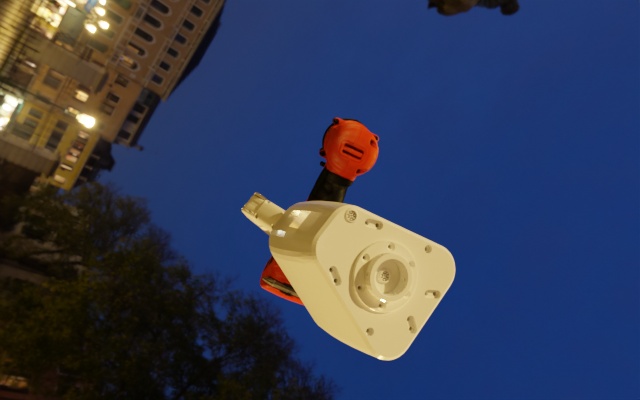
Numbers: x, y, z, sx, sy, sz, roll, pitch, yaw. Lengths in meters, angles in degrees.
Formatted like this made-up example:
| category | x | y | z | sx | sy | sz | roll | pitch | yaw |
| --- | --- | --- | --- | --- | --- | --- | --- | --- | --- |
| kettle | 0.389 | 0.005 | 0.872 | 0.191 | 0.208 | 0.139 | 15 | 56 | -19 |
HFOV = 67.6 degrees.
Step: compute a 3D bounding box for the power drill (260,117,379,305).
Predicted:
| category | x | y | z | sx | sy | sz | roll | pitch | yaw |
| --- | --- | --- | --- | --- | --- | --- | --- | --- | --- |
| power drill | 0.000 | 0.002 | 0.506 | 0.057 | 0.188 | 0.184 | 22 | 10 | -2 |
